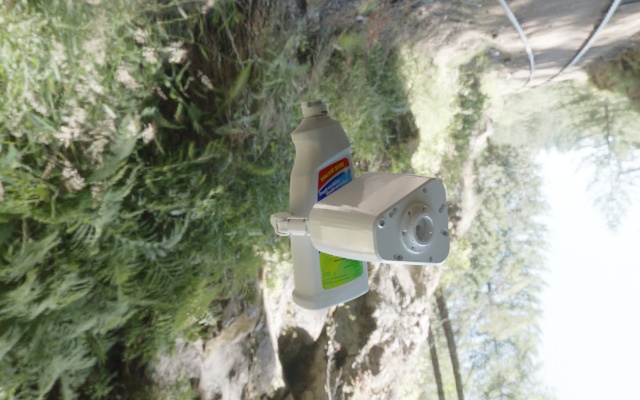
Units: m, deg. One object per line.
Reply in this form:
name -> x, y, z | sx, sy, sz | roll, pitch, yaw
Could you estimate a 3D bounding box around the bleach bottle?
bleach bottle -> 0.000, 0.002, 0.599 | 0.102, 0.251, 0.068 | -13, 11, -32
